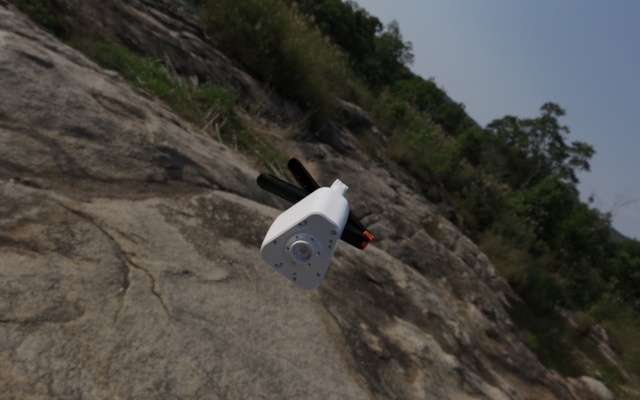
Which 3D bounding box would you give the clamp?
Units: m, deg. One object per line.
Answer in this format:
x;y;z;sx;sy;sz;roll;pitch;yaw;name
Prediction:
0.001;0.002;0.807;0.210;0.036;0.164;37;21;-4;clamp
